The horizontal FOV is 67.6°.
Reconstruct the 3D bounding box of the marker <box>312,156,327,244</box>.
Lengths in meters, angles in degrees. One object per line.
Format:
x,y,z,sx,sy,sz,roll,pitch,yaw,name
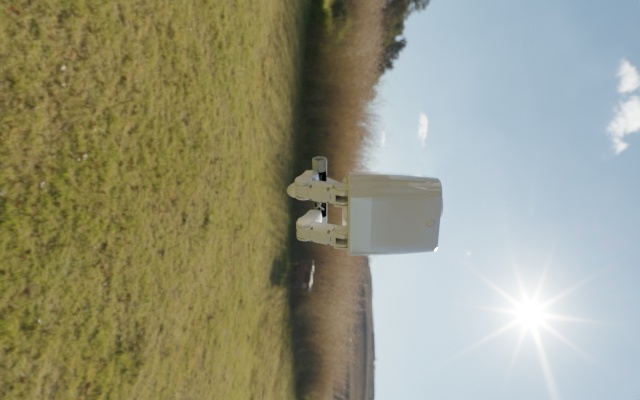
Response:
0.000,0.002,0.628,0.020,0.121,0.020,-1,24,0,marker
